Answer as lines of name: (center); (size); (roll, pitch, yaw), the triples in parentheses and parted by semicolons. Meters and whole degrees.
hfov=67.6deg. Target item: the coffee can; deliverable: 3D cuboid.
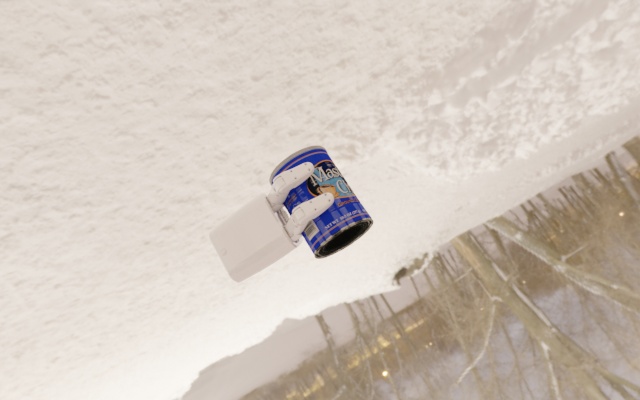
coffee can: (0.000, 0.002, 0.725); (0.103, 0.140, 0.103); (-29, -19, -11)
